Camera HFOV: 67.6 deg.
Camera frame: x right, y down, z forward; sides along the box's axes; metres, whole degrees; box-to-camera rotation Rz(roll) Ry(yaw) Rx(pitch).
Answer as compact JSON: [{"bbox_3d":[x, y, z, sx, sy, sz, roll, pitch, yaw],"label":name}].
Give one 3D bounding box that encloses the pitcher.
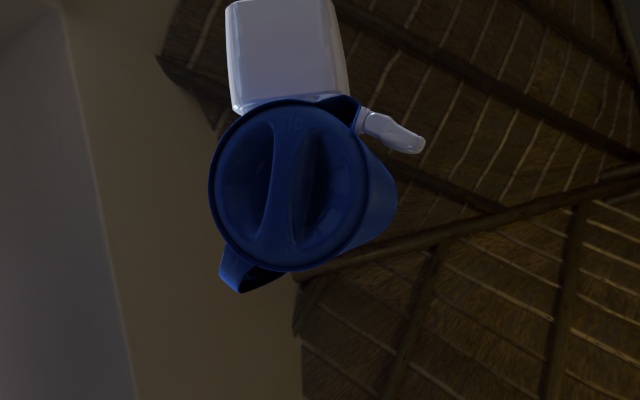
[{"bbox_3d":[0.000,0.001,0.472,0.149,0.145,0.243,-11,-6,16],"label":"pitcher"}]
